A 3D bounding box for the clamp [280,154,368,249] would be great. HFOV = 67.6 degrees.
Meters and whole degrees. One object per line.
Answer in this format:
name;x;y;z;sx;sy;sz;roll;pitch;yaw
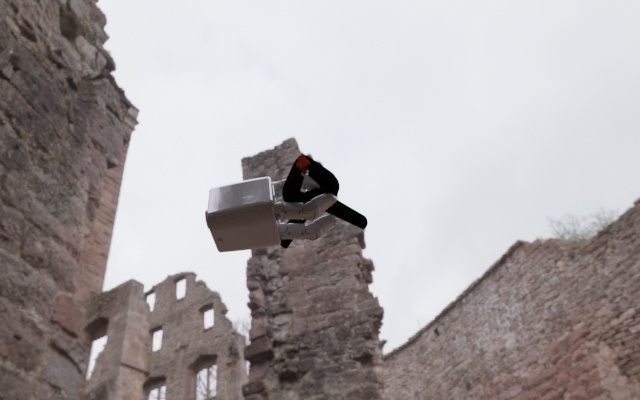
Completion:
clamp;0.000;0.002;0.807;0.164;0.036;0.210;-10;-40;-4
